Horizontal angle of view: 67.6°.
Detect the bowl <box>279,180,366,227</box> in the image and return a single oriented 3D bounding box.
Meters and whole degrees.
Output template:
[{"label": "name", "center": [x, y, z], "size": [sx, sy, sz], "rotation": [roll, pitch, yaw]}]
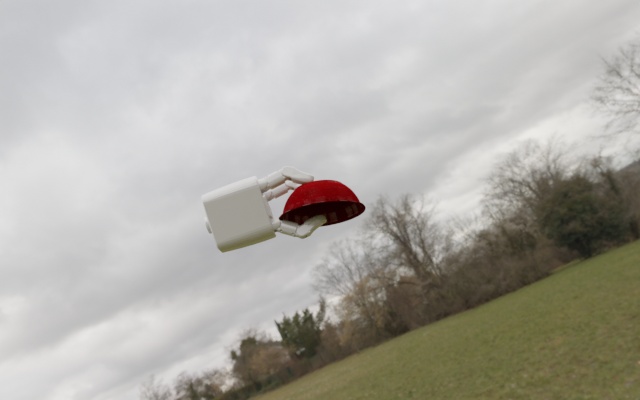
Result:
[{"label": "bowl", "center": [0.001, 0.002, 0.884], "size": [0.162, 0.055, 0.162], "rotation": [-7, -18, -2]}]
